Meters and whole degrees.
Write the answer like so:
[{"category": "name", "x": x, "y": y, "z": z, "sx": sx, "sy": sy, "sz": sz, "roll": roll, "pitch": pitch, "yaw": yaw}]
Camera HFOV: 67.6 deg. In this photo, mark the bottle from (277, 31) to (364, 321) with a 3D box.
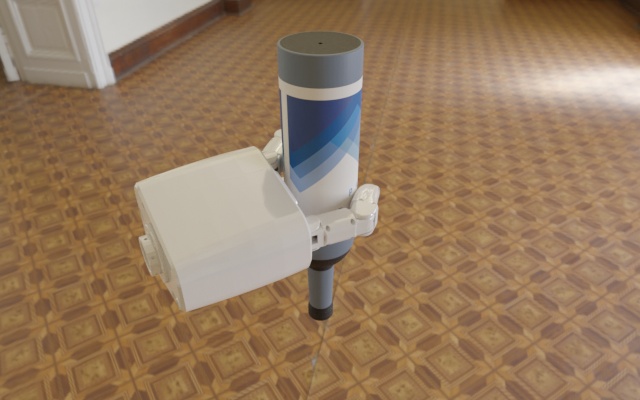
[{"category": "bottle", "x": 0.000, "y": 0.001, "z": 0.446, "sx": 0.069, "sy": 0.296, "sz": 0.069, "roll": 0, "pitch": 34, "yaw": 0}]
